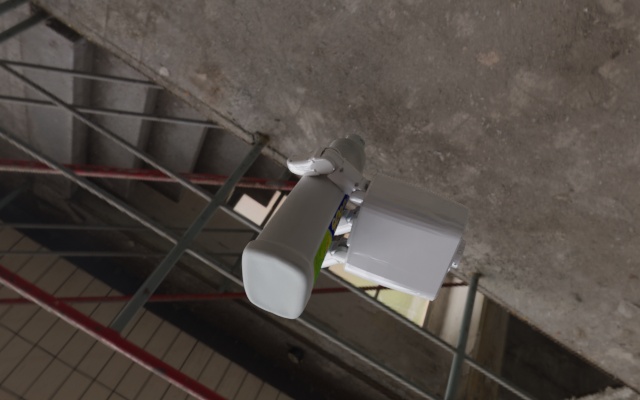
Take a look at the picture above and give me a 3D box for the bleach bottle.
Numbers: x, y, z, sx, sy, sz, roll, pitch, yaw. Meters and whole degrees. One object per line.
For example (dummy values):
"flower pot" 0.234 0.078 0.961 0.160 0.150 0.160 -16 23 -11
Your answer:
"bleach bottle" 0.000 0.002 0.533 0.068 0.103 0.250 20 48 11
